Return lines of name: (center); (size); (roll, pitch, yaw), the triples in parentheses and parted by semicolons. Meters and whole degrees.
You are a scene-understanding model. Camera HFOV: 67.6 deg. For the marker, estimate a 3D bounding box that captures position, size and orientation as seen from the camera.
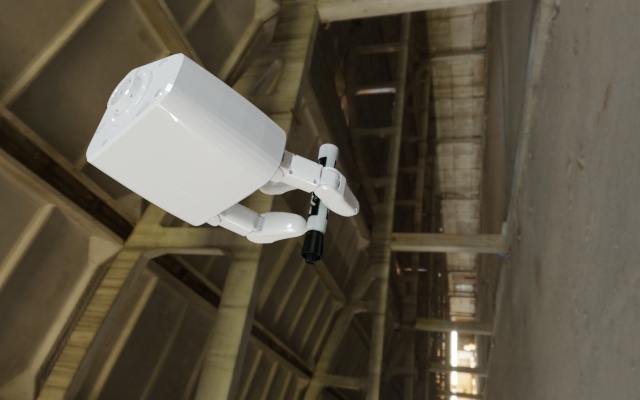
marker: (0.000, 0.001, 0.438); (0.020, 0.121, 0.020); (7, -30, 4)
